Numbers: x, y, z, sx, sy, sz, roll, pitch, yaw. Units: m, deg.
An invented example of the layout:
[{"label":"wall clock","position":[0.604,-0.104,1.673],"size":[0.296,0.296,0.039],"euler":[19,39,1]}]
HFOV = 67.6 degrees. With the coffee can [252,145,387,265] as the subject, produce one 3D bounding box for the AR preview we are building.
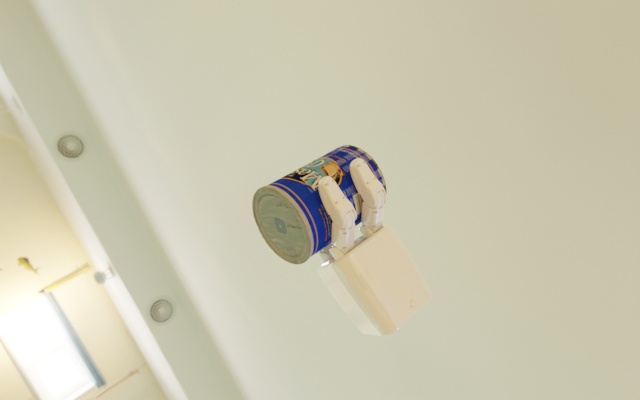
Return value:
[{"label":"coffee can","position":[0.000,0.002,0.604],"size":[0.140,0.103,0.103],"euler":[-31,19,-35]}]
